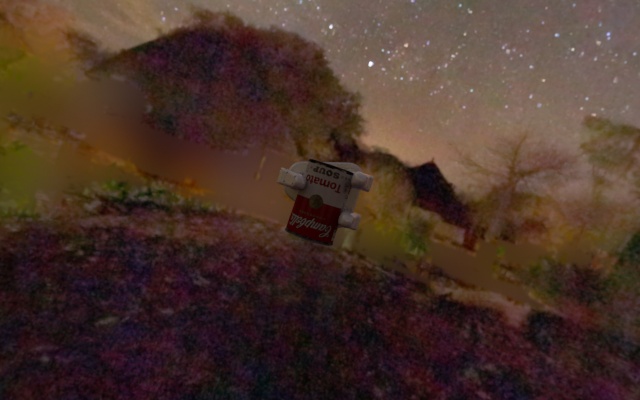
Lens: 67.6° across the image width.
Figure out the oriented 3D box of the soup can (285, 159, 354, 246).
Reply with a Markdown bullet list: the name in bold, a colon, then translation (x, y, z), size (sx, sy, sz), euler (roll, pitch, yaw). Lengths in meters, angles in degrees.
- **soup can**: translation (0.000, 0.002, 0.642), size (0.068, 0.102, 0.068), euler (19, 3, -1)
